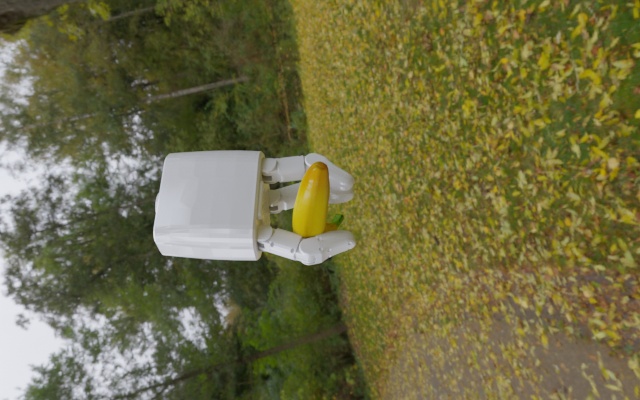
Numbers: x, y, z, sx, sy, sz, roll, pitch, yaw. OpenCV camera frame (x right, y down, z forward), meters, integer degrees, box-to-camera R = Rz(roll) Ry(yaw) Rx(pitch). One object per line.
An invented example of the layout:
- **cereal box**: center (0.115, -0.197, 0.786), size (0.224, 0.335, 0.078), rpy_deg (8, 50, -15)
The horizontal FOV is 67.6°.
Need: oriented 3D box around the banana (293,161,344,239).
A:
- **banana**: center (-0.006, 0.020, 0.523), size (0.037, 0.069, 0.198), rpy_deg (17, -14, 10)
